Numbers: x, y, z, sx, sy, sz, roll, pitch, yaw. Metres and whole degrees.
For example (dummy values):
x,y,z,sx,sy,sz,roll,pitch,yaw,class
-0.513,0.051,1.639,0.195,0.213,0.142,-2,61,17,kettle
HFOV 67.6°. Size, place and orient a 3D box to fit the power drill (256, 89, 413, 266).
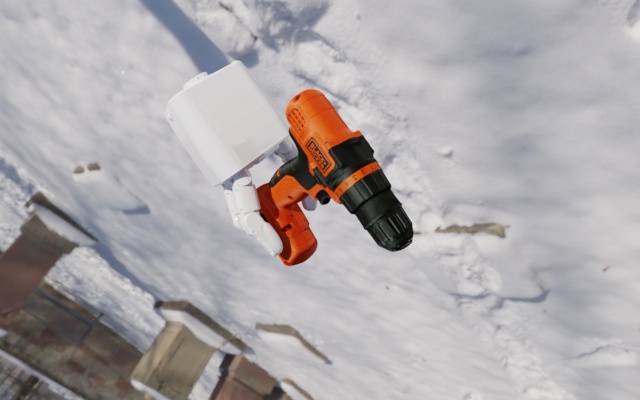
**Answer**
x,y,z,sx,sy,sz,roll,pitch,yaw,class
0.000,0.002,0.519,0.057,0.184,0.188,-23,-15,-39,power drill
